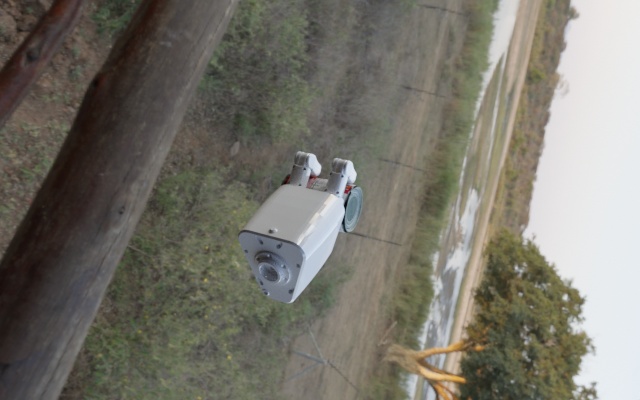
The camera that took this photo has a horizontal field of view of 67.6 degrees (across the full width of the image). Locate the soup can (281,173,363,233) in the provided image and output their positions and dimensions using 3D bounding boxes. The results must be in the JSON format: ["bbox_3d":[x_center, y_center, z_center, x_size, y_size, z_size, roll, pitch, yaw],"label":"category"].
[{"bbox_3d":[0.001,0.002,0.671,0.102,0.068,0.068,12,5,23],"label":"soup can"}]
